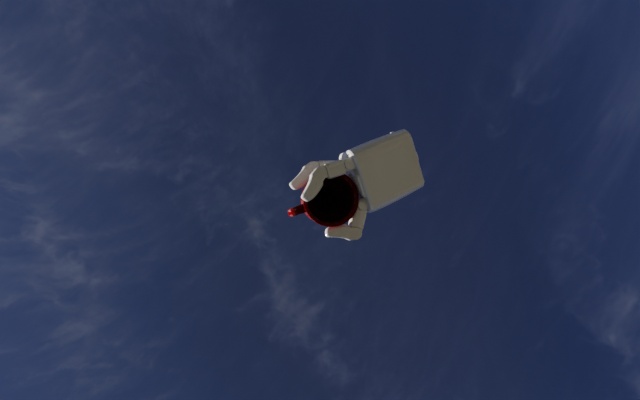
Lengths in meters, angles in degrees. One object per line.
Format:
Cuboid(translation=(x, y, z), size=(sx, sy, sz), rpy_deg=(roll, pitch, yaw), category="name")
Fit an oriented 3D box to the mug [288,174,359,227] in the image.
Cuboid(translation=(-0.001, 0.003, 0.811), size=(0.117, 0.093, 0.081), rpy_deg=(-23, 2, -10), category="mug")
